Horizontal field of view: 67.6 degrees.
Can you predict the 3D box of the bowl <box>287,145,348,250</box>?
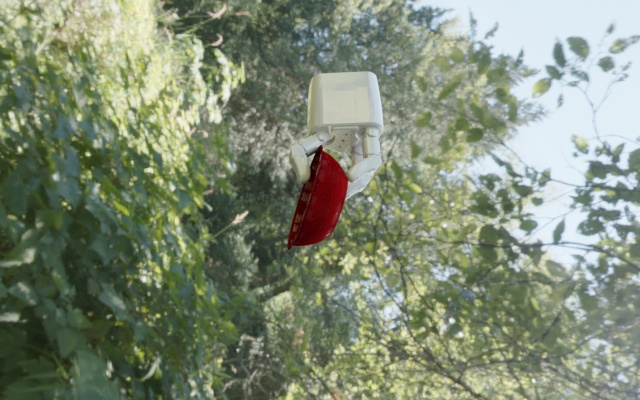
[{"bbox_3d":[0.000,0.004,0.704,0.055,0.162,0.162,18,-2,-6],"label":"bowl"}]
